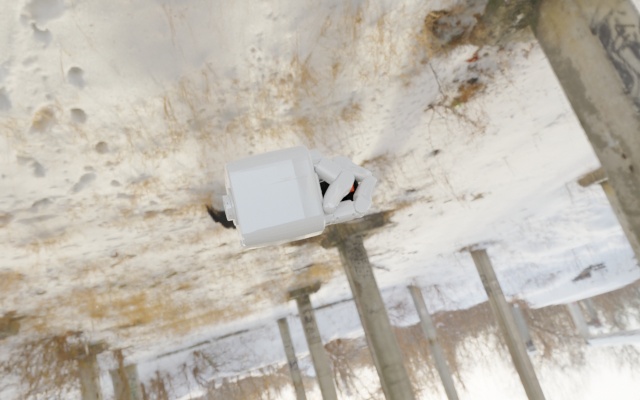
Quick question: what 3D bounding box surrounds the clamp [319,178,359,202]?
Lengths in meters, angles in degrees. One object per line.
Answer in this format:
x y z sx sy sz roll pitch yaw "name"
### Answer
0.000 0.003 0.705 0.120 0.039 0.171 -13 -17 -14 "clamp"
